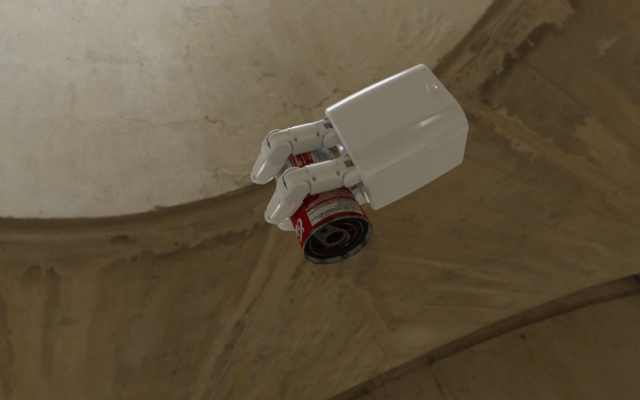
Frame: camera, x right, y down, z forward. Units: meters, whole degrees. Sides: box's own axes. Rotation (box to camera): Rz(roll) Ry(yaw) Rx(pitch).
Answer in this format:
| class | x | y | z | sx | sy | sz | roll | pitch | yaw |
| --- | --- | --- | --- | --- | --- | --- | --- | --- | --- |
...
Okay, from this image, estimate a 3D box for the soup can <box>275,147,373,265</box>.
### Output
| class | x | y | z | sx | sy | sz | roll | pitch | yaw |
| --- | --- | --- | --- | --- | --- | --- | --- | --- | --- |
| soup can | 0.000 | 0.002 | 0.466 | 0.068 | 0.102 | 0.069 | -15 | -39 | -12 |
